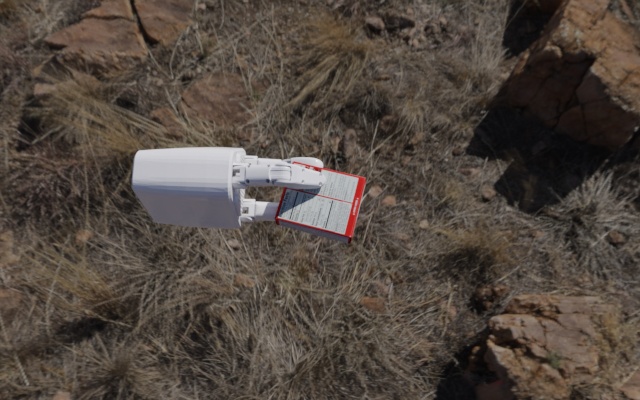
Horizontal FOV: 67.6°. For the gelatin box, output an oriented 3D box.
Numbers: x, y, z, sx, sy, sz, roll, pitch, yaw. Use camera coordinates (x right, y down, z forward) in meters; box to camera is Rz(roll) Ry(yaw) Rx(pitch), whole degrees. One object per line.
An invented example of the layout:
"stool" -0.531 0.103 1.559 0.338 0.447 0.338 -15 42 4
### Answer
"gelatin box" 0.000 0.002 0.541 0.089 0.073 0.030 13 -20 6
